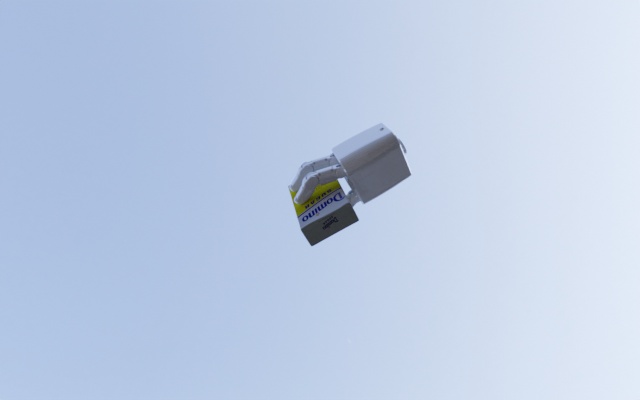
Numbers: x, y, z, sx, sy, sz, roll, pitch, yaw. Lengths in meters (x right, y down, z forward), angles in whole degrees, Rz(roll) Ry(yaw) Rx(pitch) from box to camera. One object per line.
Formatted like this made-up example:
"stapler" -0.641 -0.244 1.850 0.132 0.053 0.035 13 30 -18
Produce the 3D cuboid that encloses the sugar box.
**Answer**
"sugar box" 0.000 0.002 0.844 0.093 0.048 0.176 -29 25 2
